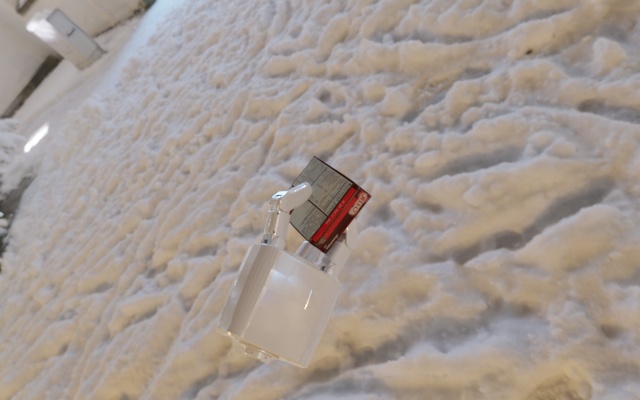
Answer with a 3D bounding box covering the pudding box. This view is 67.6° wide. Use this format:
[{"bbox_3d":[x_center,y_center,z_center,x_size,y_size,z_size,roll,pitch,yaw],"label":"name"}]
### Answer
[{"bbox_3d":[0.000,0.002,0.599,0.039,0.090,0.113,38,2,-37],"label":"pudding box"}]
